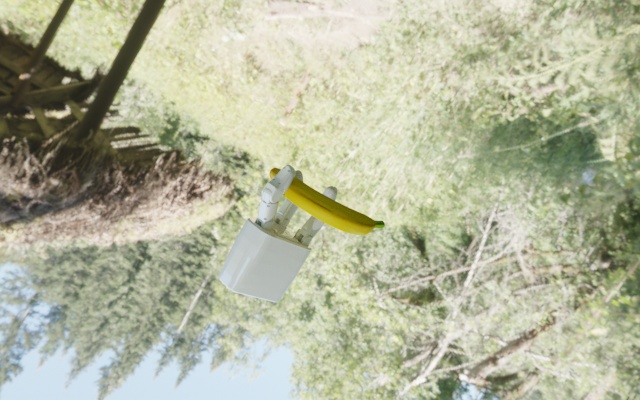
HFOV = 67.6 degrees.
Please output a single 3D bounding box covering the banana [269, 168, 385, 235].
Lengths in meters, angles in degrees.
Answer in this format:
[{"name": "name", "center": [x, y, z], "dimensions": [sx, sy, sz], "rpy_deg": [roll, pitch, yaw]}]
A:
[{"name": "banana", "center": [-0.001, 0.005, 0.713], "dimensions": [0.198, 0.037, 0.069], "rpy_deg": [28, 9, 9]}]
